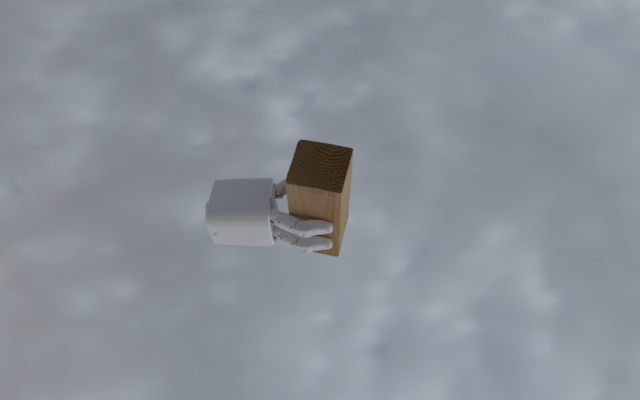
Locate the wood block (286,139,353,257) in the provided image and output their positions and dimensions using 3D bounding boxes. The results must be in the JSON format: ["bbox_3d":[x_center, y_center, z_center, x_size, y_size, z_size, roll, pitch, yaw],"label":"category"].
[{"bbox_3d":[0.000,0.002,0.810,0.090,0.090,0.206,11,-32,7],"label":"wood block"}]
